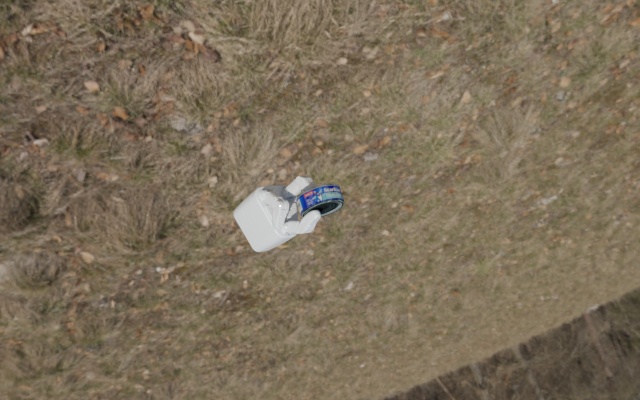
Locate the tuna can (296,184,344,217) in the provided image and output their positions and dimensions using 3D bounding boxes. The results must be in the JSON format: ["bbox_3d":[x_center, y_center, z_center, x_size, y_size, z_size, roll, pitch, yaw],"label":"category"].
[{"bbox_3d":[0.000,0.003,0.885,0.086,0.033,0.086,-16,-18,-5],"label":"tuna can"}]
